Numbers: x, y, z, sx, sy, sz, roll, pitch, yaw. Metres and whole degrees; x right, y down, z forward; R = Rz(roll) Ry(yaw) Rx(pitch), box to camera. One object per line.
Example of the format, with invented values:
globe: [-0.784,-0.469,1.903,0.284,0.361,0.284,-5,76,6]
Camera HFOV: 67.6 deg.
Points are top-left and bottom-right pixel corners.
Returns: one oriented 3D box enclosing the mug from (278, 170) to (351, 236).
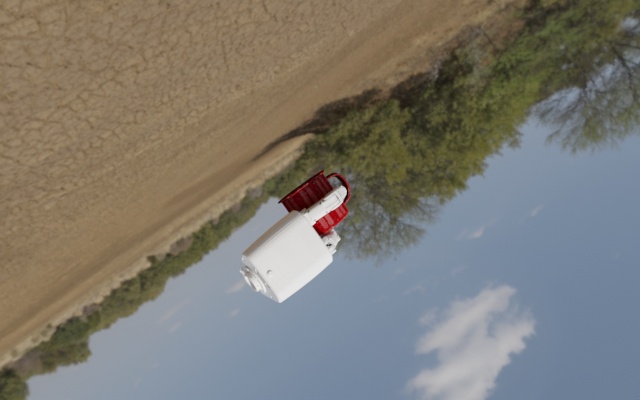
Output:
mug: [0.001,0.002,0.783,0.117,0.081,0.093,-38,6,-23]
